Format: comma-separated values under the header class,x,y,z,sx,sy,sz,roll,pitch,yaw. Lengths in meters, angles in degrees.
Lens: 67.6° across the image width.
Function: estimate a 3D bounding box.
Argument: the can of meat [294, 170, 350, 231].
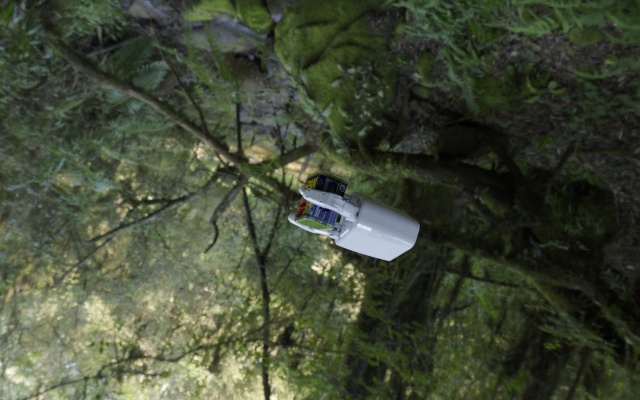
class,x,y,z,sx,sy,sz,roll,pitch,yaw
can of meat,0.000,0.003,0.796,0.057,0.084,0.102,21,-11,-14
